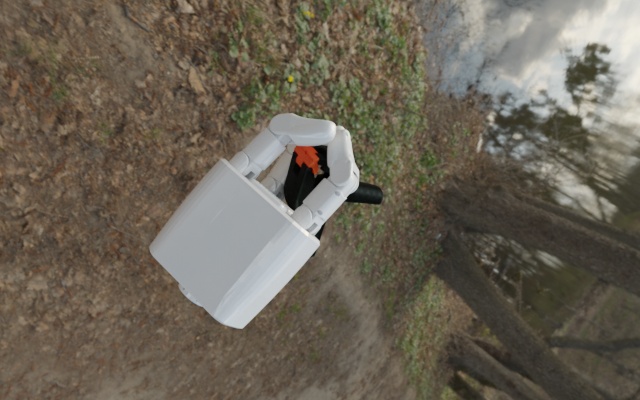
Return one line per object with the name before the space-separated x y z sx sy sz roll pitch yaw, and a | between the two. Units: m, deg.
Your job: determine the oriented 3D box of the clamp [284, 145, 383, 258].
clamp | 0.000 0.002 0.502 0.039 0.120 0.171 42 -1 32
